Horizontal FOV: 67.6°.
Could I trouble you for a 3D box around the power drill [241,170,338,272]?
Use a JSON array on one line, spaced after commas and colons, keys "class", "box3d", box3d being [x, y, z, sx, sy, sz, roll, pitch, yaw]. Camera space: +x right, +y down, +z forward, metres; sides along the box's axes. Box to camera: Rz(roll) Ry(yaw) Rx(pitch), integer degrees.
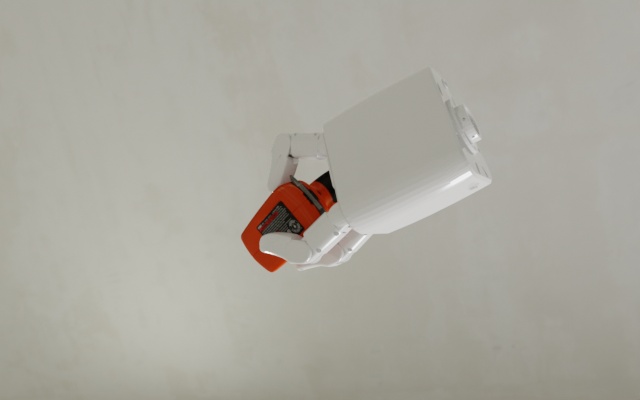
[{"class": "power drill", "box3d": [0.000, 0.002, 0.526, 0.187, 0.057, 0.184, -37, -9, -47]}]
